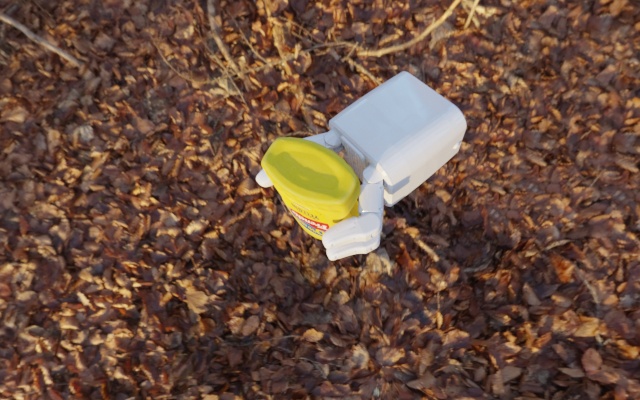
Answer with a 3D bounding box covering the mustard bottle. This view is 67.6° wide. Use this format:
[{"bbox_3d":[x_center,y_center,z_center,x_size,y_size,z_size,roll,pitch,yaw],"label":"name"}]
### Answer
[{"bbox_3d":[0.000,0.002,0.530,0.096,0.058,0.192,26,-14,15],"label":"mustard bottle"}]
